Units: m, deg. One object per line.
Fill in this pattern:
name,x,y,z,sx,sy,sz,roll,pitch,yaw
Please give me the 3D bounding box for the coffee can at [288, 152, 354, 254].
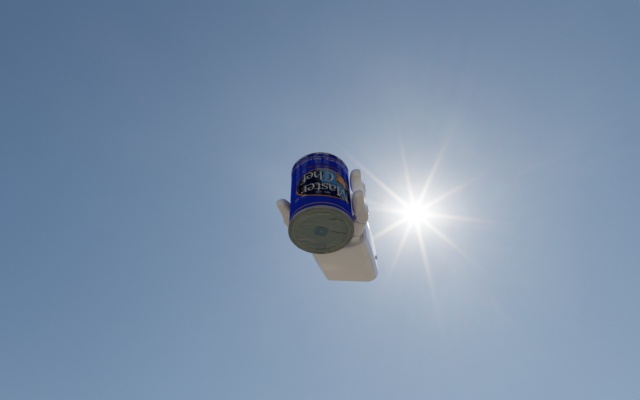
coffee can,0.000,0.003,0.788,0.103,0.103,0.140,0,42,-1
